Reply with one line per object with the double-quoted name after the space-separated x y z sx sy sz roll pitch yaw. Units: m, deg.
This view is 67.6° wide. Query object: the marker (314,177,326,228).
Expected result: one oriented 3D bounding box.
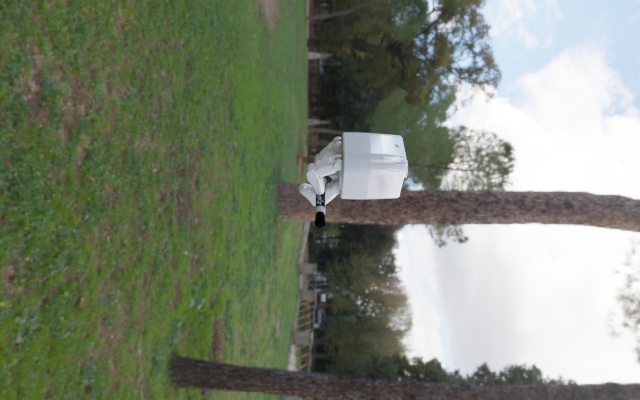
0.000 0.003 0.840 0.020 0.020 0.121 0 41 1 "marker"
